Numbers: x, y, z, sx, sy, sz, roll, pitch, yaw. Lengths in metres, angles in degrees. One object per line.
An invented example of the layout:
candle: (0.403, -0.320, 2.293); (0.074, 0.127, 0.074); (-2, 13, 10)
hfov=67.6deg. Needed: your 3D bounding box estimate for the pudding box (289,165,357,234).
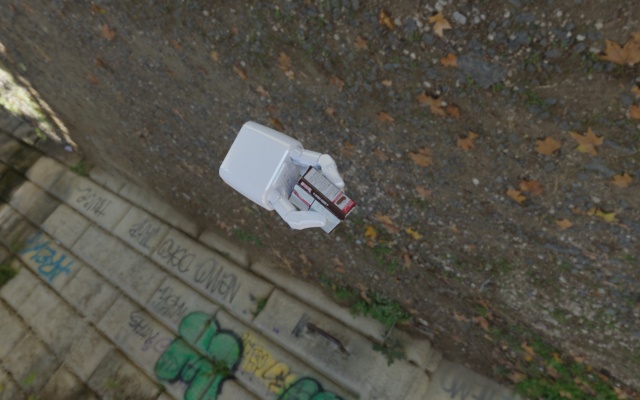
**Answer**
pudding box: (0.000, 0.002, 0.730); (0.090, 0.039, 0.113); (39, -15, 1)
